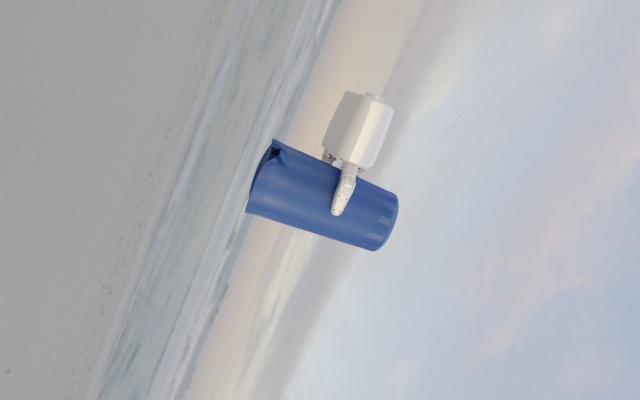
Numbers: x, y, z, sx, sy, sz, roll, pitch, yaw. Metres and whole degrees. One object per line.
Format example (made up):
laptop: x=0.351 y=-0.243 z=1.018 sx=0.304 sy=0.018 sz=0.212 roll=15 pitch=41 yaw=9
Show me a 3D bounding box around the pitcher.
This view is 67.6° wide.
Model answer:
pitcher: x=0.000 y=0.003 z=0.819 sx=0.243 sy=0.145 sz=0.149 roll=21 pitch=11 yaw=-6
